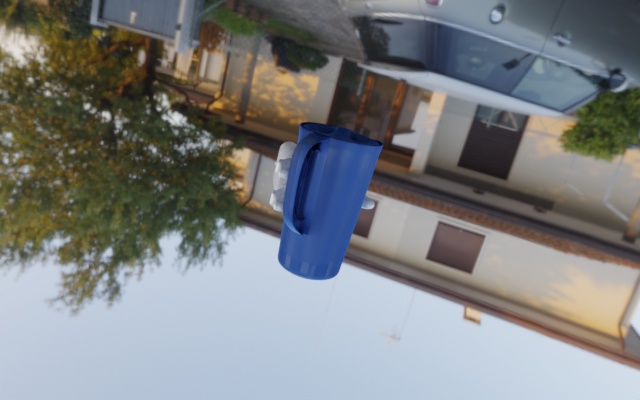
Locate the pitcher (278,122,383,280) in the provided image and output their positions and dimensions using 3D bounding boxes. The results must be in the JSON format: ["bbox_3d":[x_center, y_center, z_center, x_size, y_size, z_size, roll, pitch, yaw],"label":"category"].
[{"bbox_3d":[0.000,0.002,0.767,0.149,0.243,0.145,10,16,-16],"label":"pitcher"}]
